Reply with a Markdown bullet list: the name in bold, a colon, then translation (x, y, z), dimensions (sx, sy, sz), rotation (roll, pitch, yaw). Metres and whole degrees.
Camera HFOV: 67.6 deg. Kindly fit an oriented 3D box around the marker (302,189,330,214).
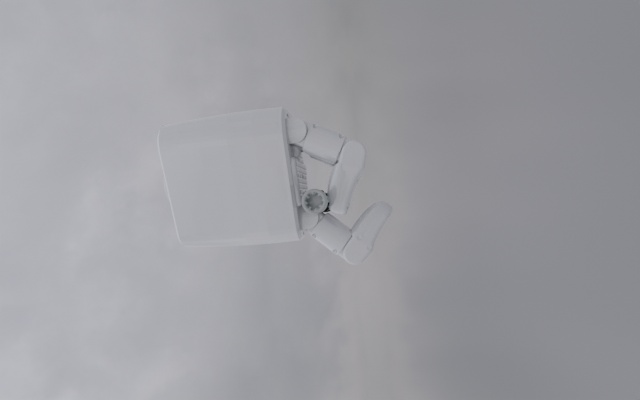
- **marker**: translation (0.000, 0.001, 0.408), dimensions (0.020, 0.020, 0.121), rotation (0, 0, 5)
